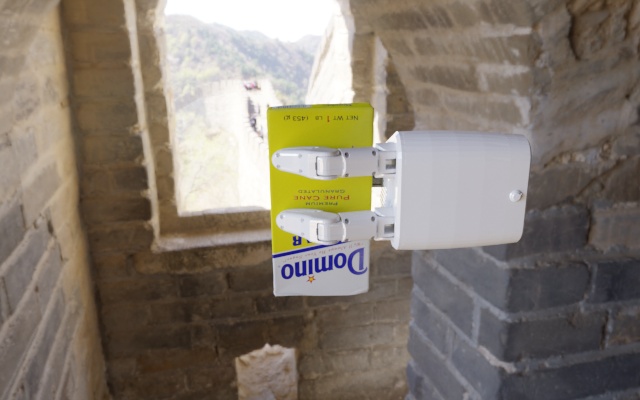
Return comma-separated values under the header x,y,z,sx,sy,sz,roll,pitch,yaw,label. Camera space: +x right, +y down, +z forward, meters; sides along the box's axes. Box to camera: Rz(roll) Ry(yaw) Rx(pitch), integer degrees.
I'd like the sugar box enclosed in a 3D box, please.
x,y,z,sx,sy,sz,roll,pitch,yaw,label
0.000,0.001,0.439,0.093,0.176,0.048,-2,16,-1,sugar box
